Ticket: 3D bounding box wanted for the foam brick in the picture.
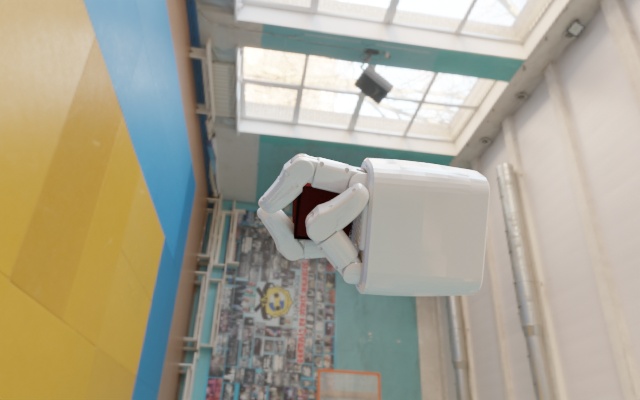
[{"bbox_3d":[0.000,0.001,0.463,0.051,0.053,0.078,3,18,-6],"label":"foam brick"}]
